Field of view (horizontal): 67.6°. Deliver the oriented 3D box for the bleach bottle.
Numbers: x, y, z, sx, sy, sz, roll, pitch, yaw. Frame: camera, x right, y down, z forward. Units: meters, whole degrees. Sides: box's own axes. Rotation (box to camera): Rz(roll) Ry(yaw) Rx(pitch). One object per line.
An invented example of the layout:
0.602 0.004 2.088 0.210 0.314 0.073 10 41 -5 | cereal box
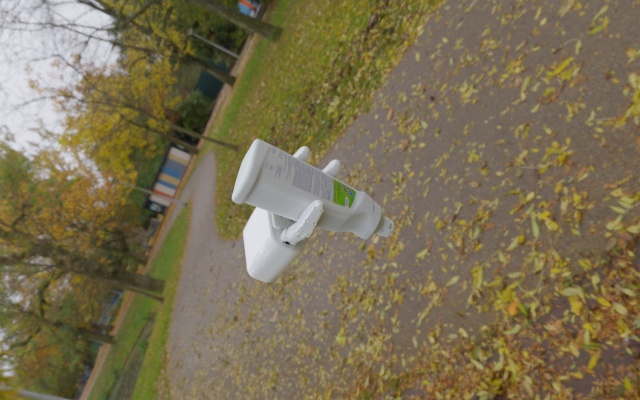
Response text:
0.000 0.002 0.716 0.251 0.102 0.068 24 -49 -18 | bleach bottle
